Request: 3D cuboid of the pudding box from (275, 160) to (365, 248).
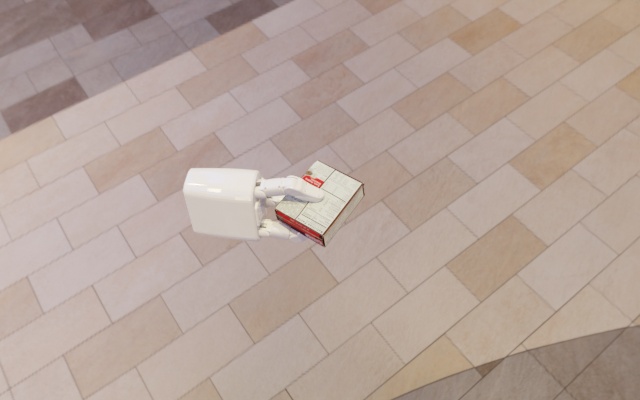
[{"bbox_3d":[0.000,0.002,0.716,0.090,0.113,0.039,29,-25,21],"label":"pudding box"}]
